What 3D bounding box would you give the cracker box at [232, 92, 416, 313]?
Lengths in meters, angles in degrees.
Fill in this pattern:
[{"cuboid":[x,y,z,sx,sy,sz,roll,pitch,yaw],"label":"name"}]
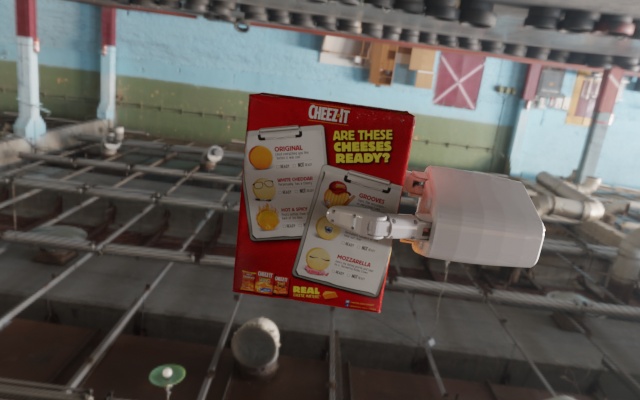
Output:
[{"cuboid":[0.000,0.002,0.513,0.164,0.214,0.072,8,16,1],"label":"cracker box"}]
